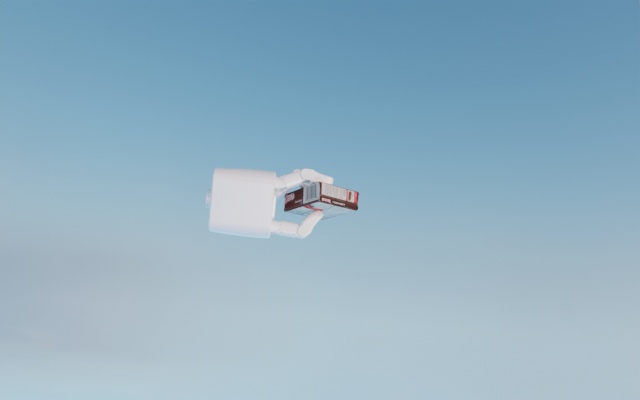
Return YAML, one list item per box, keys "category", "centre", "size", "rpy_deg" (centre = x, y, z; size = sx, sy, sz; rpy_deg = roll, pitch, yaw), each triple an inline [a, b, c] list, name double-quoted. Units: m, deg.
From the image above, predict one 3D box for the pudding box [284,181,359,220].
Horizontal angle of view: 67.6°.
- category: "pudding box"
  centre: [0.000, 0.003, 0.863]
  size: [0.090, 0.039, 0.113]
  rpy_deg: [13, -17, -35]
